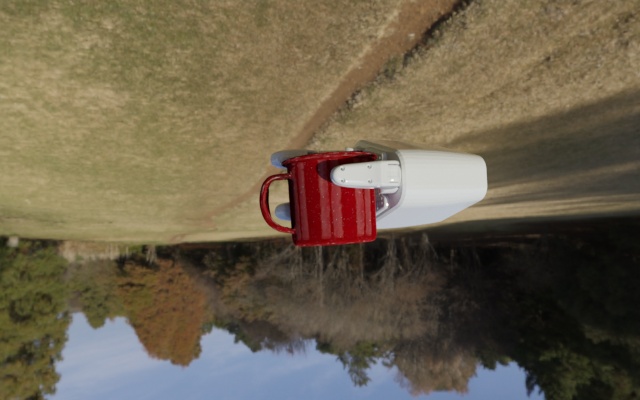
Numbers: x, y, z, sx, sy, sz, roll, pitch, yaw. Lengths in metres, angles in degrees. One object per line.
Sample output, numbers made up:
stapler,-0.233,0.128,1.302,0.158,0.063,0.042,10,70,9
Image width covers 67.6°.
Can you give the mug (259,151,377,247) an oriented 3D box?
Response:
mug,-0.001,0.002,0.454,0.117,0.081,0.093,-2,-4,-22
